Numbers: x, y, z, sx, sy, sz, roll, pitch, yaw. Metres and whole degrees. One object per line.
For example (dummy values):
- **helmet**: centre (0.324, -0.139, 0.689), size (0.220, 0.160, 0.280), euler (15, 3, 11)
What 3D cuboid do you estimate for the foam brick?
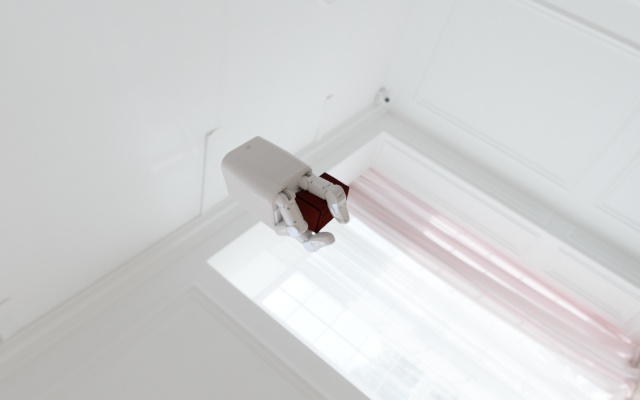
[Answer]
- **foam brick**: centre (0.000, 0.002, 0.739), size (0.051, 0.053, 0.078), euler (33, 46, 20)
